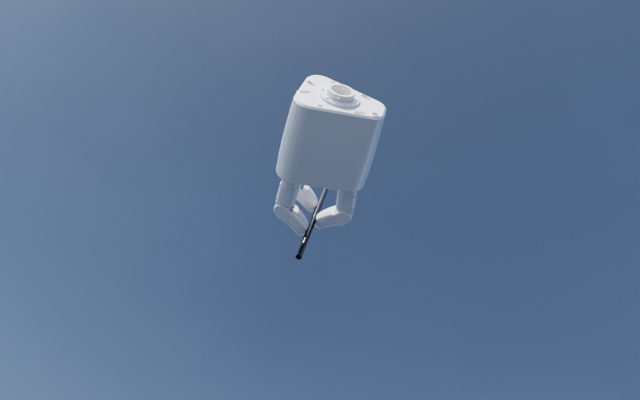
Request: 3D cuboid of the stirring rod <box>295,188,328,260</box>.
[{"bbox_3d":[0.000,0.002,0.689,0.011,0.011,0.239,0,35,16],"label":"stirring rod"}]
